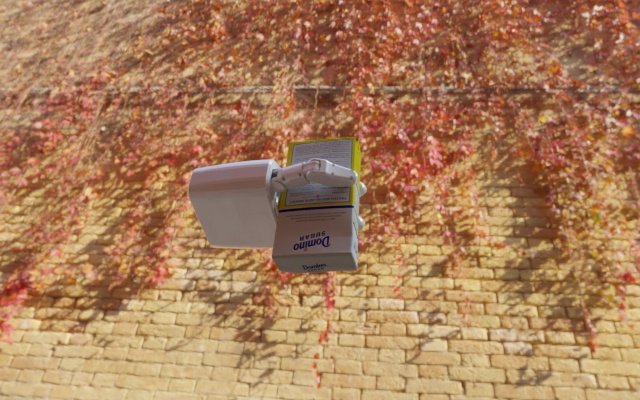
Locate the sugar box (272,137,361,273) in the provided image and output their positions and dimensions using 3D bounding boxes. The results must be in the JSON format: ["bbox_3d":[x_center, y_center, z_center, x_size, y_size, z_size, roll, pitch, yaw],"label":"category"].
[{"bbox_3d":[0.000,0.002,0.581,0.093,0.176,0.048,-3,-36,13],"label":"sugar box"}]
